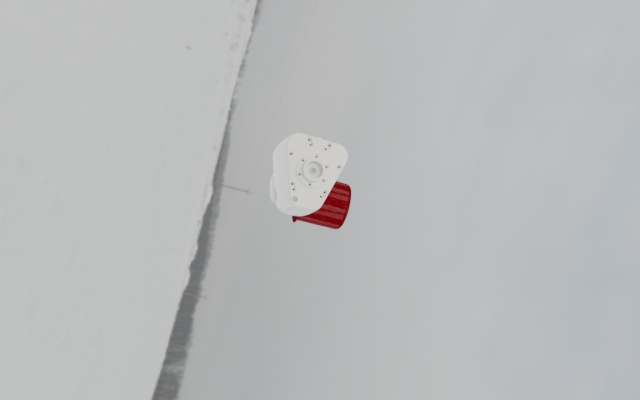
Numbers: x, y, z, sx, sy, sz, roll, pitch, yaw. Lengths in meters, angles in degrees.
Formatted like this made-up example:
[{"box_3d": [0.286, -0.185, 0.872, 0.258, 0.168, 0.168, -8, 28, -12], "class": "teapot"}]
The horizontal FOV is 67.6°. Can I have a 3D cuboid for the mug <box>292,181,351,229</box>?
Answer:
[{"box_3d": [0.000, 0.003, 0.835, 0.081, 0.093, 0.117, 14, -6, -12], "class": "mug"}]
